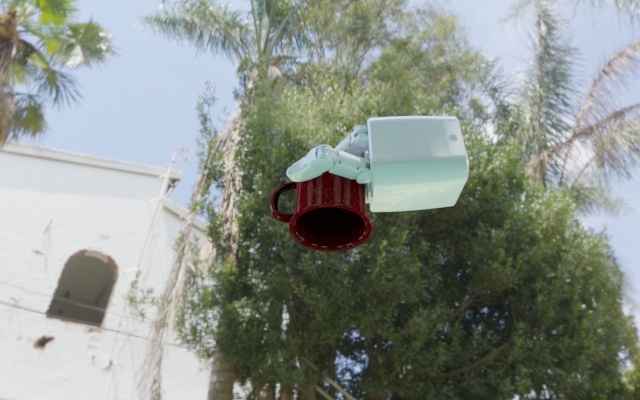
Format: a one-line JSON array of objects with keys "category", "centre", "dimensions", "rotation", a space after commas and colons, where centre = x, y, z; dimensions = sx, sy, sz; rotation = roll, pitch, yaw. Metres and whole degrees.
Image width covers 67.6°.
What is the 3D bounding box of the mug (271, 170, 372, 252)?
[{"category": "mug", "centre": [-0.001, 0.002, 0.561], "dimensions": [0.117, 0.081, 0.093], "rotation": [-1, -38, 3]}]
